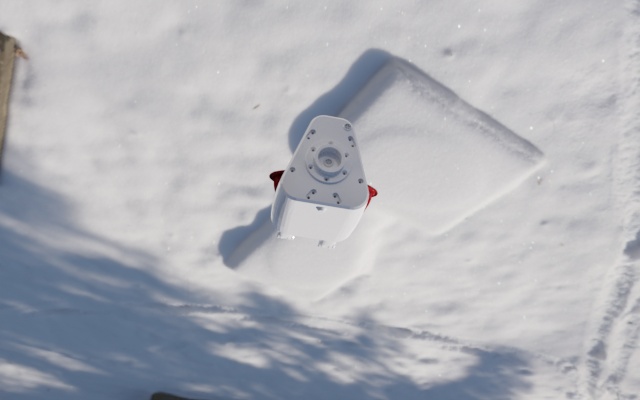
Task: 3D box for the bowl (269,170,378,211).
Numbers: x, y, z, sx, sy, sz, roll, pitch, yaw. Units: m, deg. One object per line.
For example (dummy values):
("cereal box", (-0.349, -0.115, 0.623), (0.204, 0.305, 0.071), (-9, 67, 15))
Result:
("bowl", (0.000, 0.003, 0.700), (0.162, 0.055, 0.162), (9, -9, 1))
